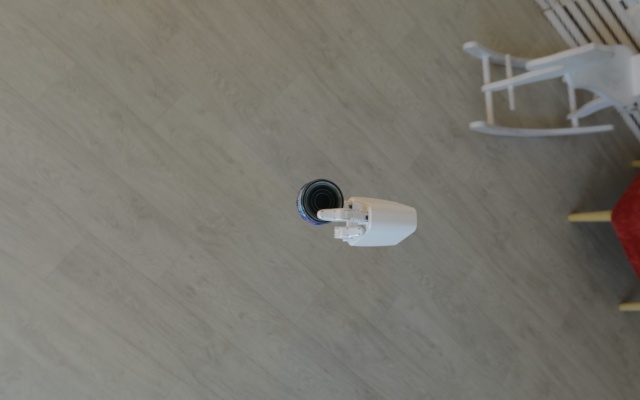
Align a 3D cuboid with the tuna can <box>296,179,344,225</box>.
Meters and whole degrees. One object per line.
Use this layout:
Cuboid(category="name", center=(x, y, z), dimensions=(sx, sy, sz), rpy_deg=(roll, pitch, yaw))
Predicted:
Cuboid(category="tuna can", center=(0.000, 0.003, 0.892), dimensions=(0.086, 0.086, 0.034), rpy_deg=(0, -5, -18))
